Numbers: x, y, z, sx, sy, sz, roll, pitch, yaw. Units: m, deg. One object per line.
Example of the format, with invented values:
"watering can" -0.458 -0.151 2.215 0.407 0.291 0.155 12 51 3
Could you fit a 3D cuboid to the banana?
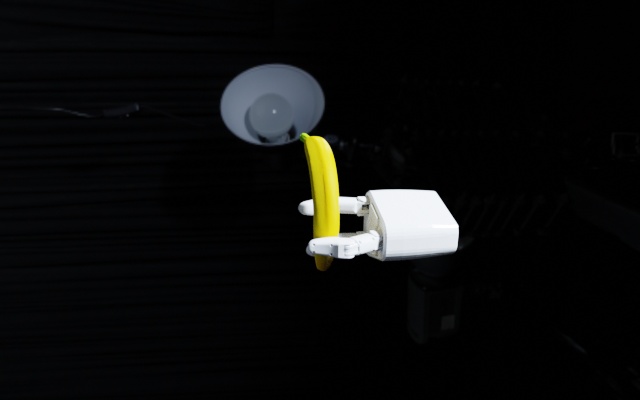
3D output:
"banana" 0.003 -0.004 0.648 0.037 0.197 0.069 -5 -7 -12
